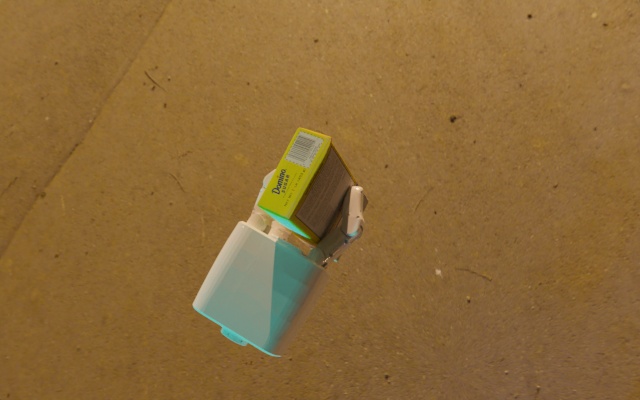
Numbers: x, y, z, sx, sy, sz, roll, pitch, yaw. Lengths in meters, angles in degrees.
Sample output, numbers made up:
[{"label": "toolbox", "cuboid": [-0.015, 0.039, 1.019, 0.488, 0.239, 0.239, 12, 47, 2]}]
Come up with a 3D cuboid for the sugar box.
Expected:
[{"label": "sugar box", "cuboid": [0.000, 0.002, 0.538, 0.048, 0.093, 0.176, 24, -12, 22]}]
